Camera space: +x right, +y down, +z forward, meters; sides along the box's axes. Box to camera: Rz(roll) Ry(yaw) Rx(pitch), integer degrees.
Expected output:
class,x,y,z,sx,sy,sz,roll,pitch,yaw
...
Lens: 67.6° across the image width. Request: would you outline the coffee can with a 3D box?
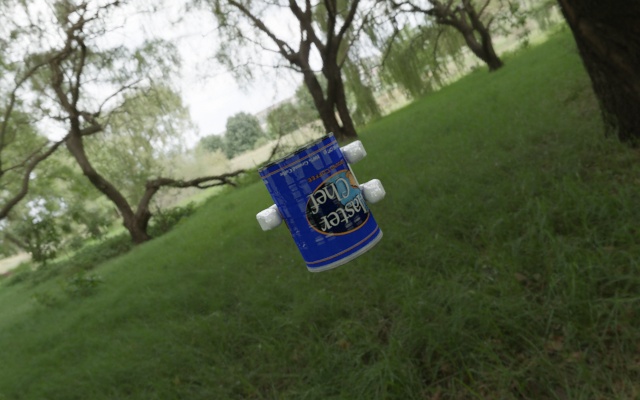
class,x,y,z,sx,sy,sz,roll,pitch,yaw
coffee can,0.000,0.002,0.583,0.103,0.140,0.103,-26,8,4
